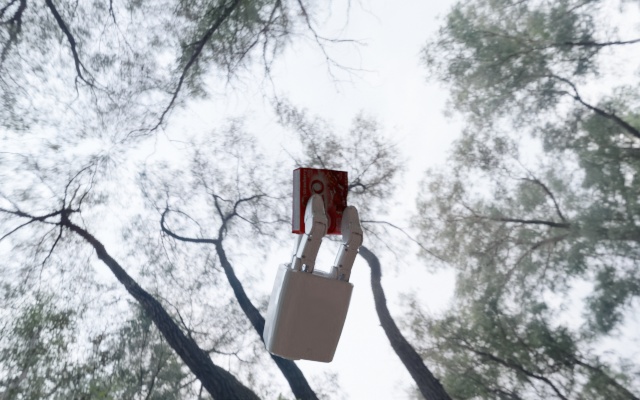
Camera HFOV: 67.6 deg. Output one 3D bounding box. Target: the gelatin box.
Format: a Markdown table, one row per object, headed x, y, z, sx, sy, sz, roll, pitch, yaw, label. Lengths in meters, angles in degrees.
| x | y | z | sx | sy | sz | roll | pitch | yaw | label |
| --- | --- | --- | --- | --- | --- | --- | --- | --- | --- |
| 0.000 | 0.002 | 0.645 | 0.073 | 0.089 | 0.030 | 3 | -5 | -26 | gelatin box |
